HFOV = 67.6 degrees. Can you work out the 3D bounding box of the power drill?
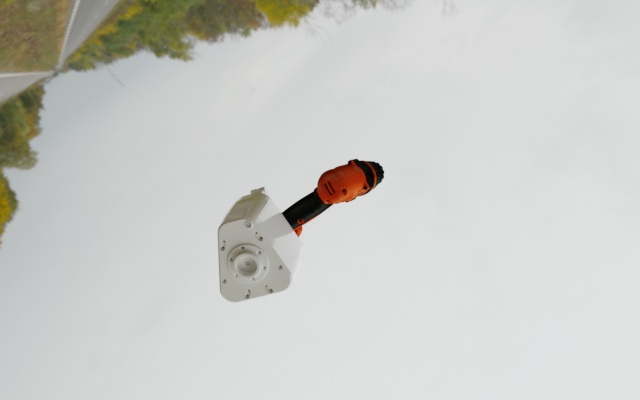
[{"bbox_3d":[0.000,0.003,0.720,0.188,0.057,0.184,-36,-9,26],"label":"power drill"}]
